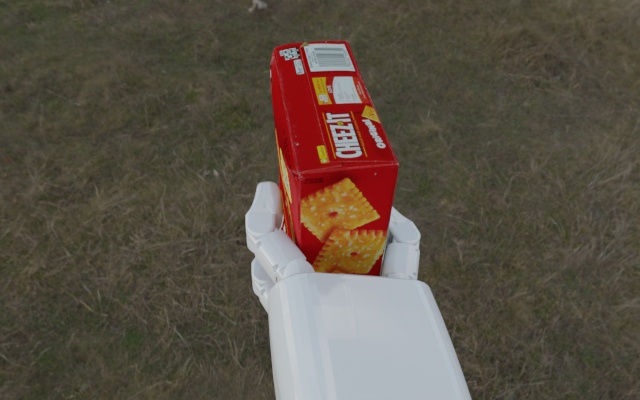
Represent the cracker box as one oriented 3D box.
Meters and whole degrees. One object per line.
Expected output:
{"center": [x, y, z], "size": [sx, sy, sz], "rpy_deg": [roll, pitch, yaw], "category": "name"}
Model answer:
{"center": [0.000, 0.001, 0.405], "size": [0.072, 0.214, 0.164], "rpy_deg": [-5, 45, -8], "category": "cracker box"}
